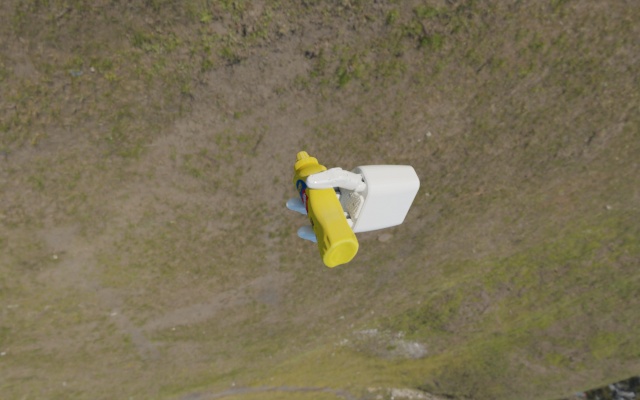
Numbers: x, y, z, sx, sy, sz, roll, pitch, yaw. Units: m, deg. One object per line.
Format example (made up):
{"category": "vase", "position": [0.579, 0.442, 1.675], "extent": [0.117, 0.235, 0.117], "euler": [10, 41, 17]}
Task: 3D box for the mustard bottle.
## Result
{"category": "mustard bottle", "position": [0.000, 0.003, 0.754], "extent": [0.058, 0.191, 0.096], "euler": [-17, -26, -8]}
